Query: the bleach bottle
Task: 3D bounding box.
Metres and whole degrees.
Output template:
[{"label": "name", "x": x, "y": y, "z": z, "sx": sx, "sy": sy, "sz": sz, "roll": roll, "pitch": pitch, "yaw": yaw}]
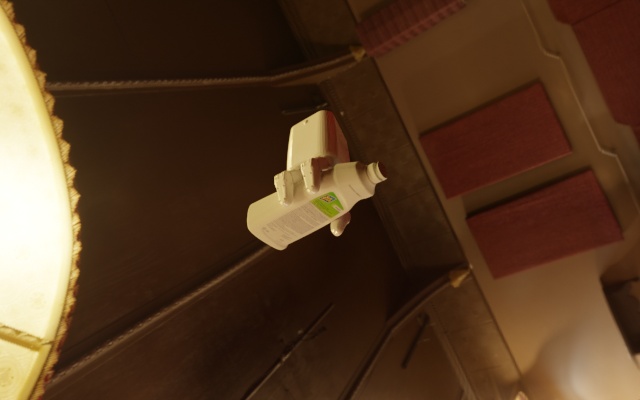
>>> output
[{"label": "bleach bottle", "x": 0.000, "y": 0.003, "z": 0.791, "sx": 0.251, "sy": 0.068, "sz": 0.103, "roll": -24, "pitch": -42, "yaw": 29}]
